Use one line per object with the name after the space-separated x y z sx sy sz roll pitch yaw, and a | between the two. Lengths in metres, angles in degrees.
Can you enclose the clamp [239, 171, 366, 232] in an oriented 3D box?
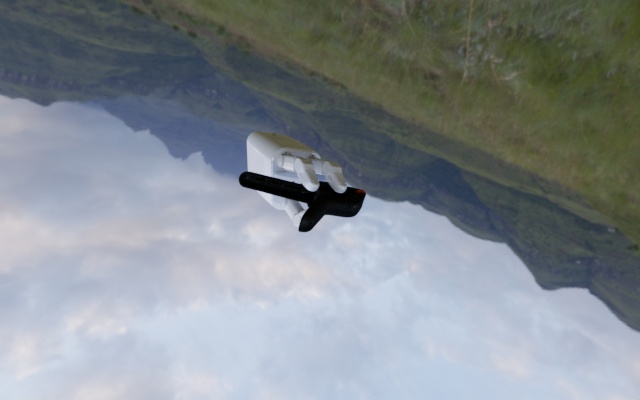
0.000 0.003 0.730 0.210 0.036 0.164 3 25 -37 | clamp
